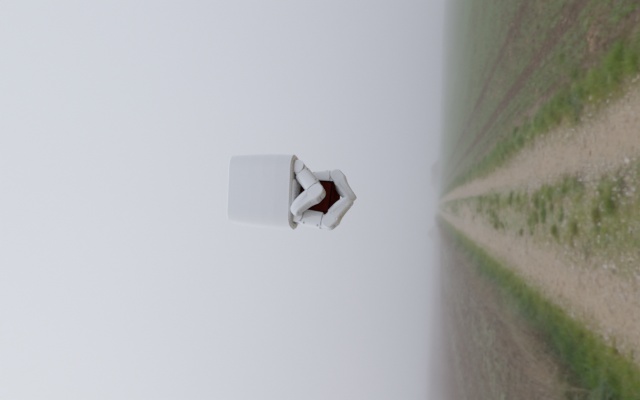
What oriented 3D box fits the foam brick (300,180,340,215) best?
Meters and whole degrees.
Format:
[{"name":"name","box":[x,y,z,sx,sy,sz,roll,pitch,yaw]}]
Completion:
[{"name":"foam brick","box":[0.000,0.003,0.778,0.051,0.053,0.078,2,-17,13]}]
